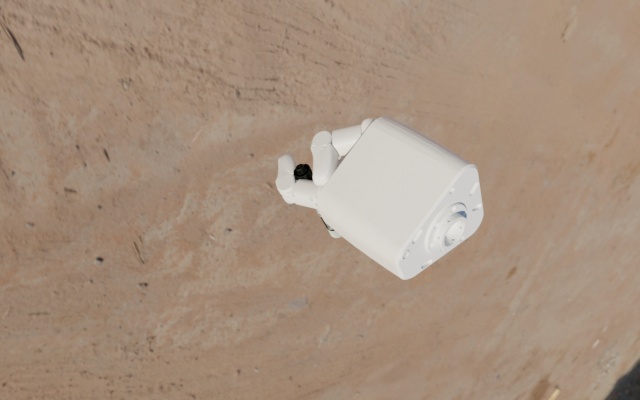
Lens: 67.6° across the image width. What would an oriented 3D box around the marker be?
[{"bbox_3d":[0.000,0.002,0.524,0.020,0.020,0.121,0,-36,25],"label":"marker"}]
